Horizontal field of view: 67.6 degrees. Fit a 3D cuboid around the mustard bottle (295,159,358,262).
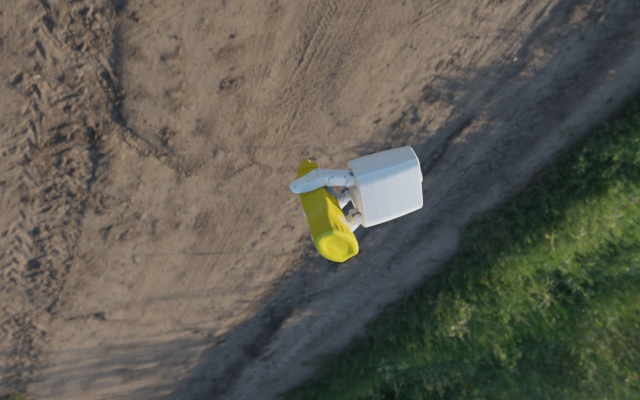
[{"bbox_3d":[0.000,0.003,0.784,0.058,0.191,0.096,-32,-39,14],"label":"mustard bottle"}]
